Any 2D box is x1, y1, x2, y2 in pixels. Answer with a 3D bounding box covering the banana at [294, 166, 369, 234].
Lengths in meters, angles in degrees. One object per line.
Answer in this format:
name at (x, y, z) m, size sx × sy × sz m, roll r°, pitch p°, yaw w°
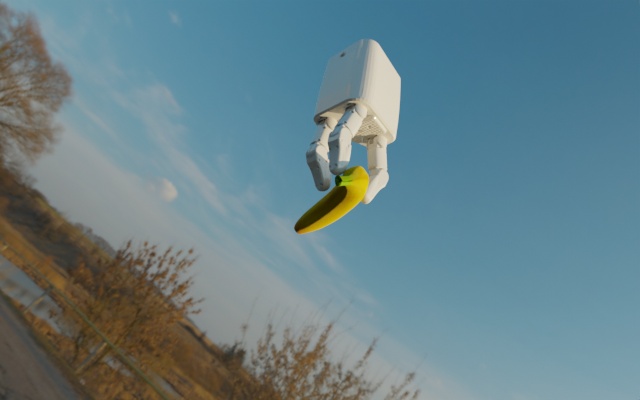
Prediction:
banana at (0.018, -0.002, 0.632) m, size 0.069 × 0.037 × 0.198 m, roll -9°, pitch -19°, yaw -21°
